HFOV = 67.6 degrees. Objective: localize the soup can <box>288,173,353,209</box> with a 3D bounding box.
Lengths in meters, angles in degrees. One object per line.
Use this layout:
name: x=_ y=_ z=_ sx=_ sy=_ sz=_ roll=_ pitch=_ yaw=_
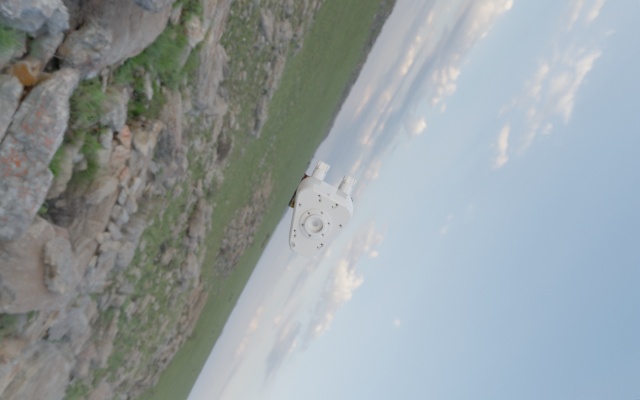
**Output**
soup can: x=0.000 y=0.003 z=0.878 sx=0.102 sy=0.068 sz=0.068 roll=27 pitch=-2 yaw=-3
